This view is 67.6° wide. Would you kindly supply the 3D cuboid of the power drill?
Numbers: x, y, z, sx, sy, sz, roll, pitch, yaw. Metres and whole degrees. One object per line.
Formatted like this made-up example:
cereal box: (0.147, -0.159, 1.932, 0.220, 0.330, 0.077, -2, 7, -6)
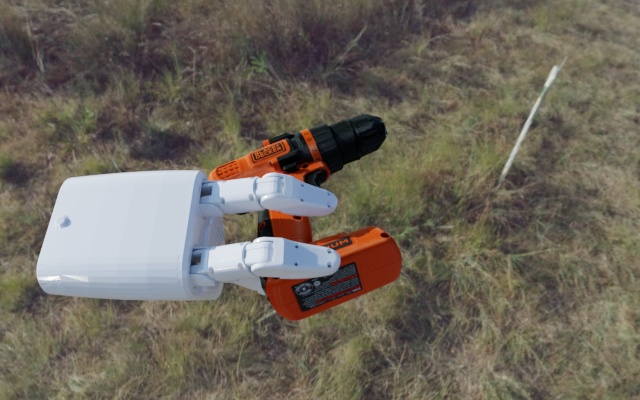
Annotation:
power drill: (0.000, 0.002, 0.424, 0.184, 0.057, 0.187, -23, 41, -3)
